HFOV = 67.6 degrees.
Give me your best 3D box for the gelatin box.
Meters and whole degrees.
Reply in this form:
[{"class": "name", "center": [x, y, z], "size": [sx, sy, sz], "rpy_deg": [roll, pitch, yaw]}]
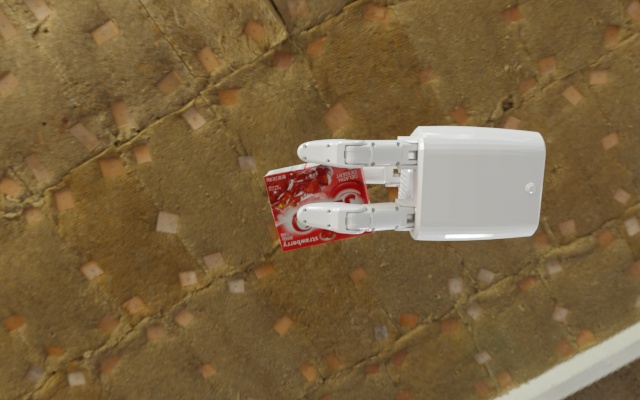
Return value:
[{"class": "gelatin box", "center": [0.000, 0.001, 0.439], "size": [0.089, 0.073, 0.030], "rpy_deg": [-12, 12, 8]}]
